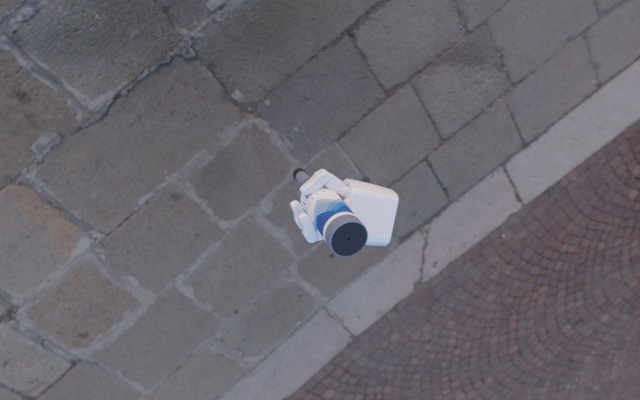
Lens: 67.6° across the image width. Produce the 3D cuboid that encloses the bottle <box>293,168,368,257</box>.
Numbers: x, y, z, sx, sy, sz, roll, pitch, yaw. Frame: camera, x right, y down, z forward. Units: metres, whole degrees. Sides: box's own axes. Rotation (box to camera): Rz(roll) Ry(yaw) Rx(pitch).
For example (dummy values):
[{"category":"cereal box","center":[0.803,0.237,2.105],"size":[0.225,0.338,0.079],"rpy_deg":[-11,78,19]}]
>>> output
[{"category":"bottle","center":[0.000,0.003,0.892],"size":[0.069,0.069,0.295],"rpy_deg":[0,24,-20]}]
